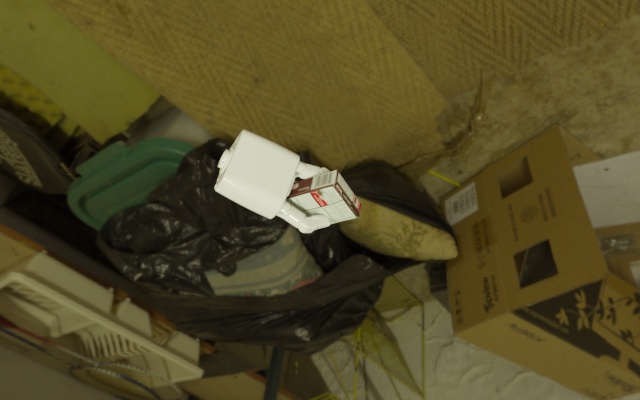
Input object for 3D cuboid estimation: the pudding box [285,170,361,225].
[{"bbox_3d":[0.000,0.003,0.823,0.113,0.039,0.090,-14,-47,29],"label":"pudding box"}]
